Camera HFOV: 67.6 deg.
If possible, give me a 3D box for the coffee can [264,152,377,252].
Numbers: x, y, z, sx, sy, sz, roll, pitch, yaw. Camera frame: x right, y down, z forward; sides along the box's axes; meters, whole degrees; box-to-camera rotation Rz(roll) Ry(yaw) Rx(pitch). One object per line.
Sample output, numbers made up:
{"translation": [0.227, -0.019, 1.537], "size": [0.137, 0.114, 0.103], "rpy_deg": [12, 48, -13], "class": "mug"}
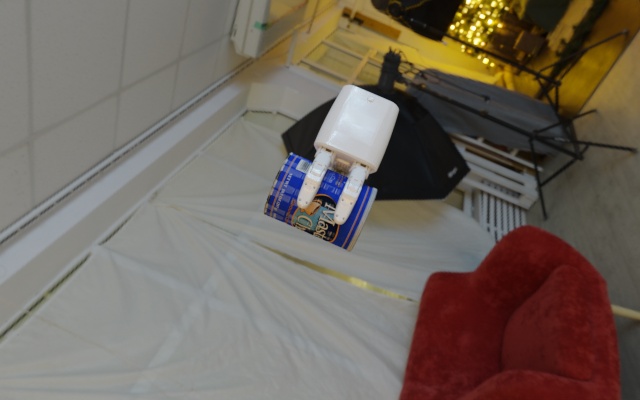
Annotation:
{"translation": [0.000, 0.003, 0.714], "size": [0.140, 0.103, 0.103], "rpy_deg": [24, 1, 2], "class": "coffee can"}
